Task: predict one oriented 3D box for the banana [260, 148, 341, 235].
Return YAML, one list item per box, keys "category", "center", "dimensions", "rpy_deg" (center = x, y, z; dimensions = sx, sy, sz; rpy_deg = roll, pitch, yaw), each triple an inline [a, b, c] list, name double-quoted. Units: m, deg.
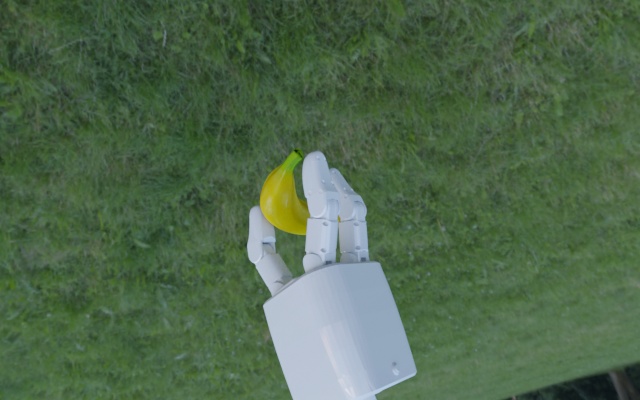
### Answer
- category: "banana"
  center: [-0.018, 0.009, 0.503]
  dimensions: [0.069, 0.037, 0.198]
  rpy_deg: [-25, -21, 7]
